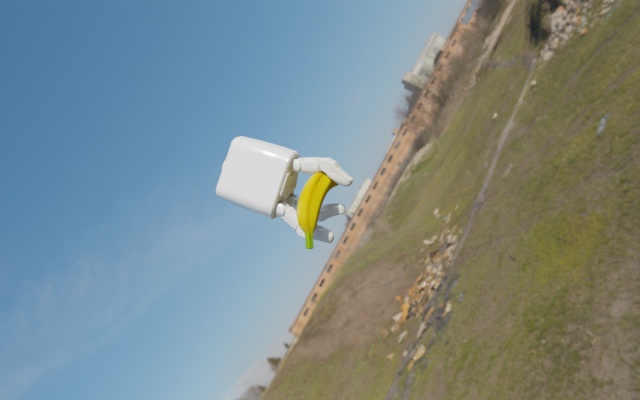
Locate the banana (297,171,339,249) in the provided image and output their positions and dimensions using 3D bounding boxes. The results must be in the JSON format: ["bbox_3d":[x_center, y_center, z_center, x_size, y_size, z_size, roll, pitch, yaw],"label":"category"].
[{"bbox_3d":[-0.002,-0.011,0.765,0.037,0.070,0.197,8,38,16],"label":"banana"}]
